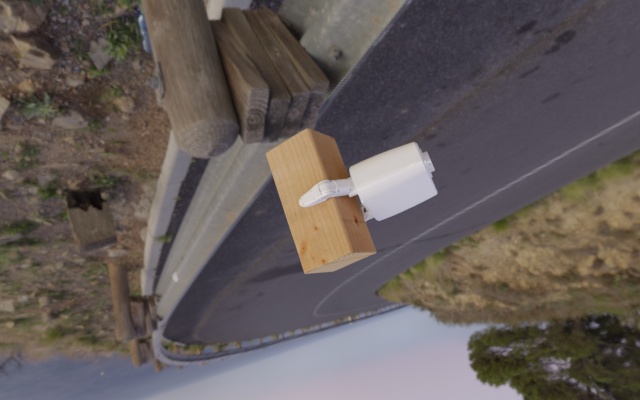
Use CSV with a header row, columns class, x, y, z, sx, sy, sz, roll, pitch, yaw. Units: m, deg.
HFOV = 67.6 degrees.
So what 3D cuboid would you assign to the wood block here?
class,x,y,z,sx,sy,sz,roll,pitch,yaw
wood block,0.000,0.002,0.760,0.090,0.206,0.091,-27,-18,25
